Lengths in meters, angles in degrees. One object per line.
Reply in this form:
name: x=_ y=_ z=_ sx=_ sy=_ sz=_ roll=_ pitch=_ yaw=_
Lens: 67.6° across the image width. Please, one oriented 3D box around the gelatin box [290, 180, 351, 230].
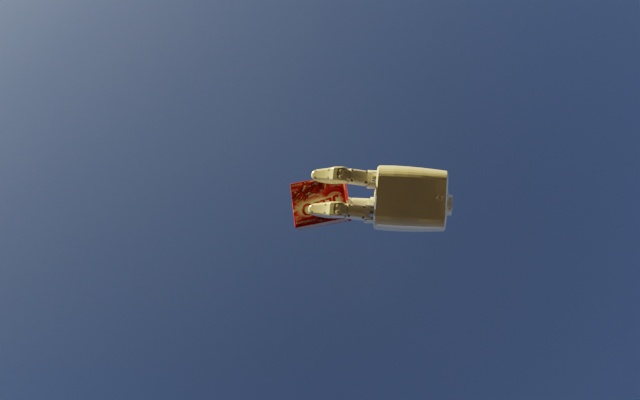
gelatin box: x=0.000 y=0.003 z=0.760 sx=0.089 sy=0.073 sz=0.030 roll=-11 pitch=-14 yaw=14
